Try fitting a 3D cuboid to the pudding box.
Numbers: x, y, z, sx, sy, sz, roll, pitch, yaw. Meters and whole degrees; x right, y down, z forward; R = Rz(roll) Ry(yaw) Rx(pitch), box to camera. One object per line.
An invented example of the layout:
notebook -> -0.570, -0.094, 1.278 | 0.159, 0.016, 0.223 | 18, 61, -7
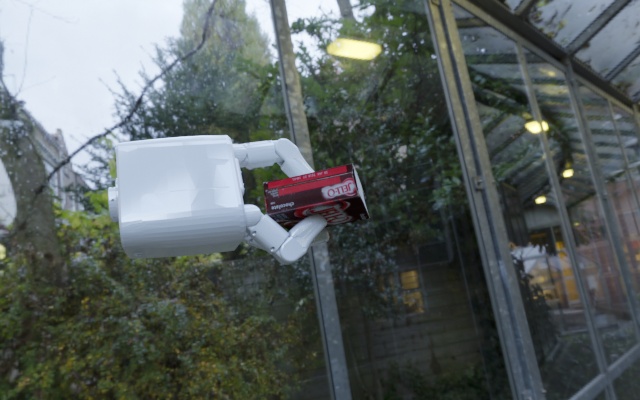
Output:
pudding box -> 0.000, 0.001, 0.493 | 0.090, 0.039, 0.113 | -11, -12, 9
